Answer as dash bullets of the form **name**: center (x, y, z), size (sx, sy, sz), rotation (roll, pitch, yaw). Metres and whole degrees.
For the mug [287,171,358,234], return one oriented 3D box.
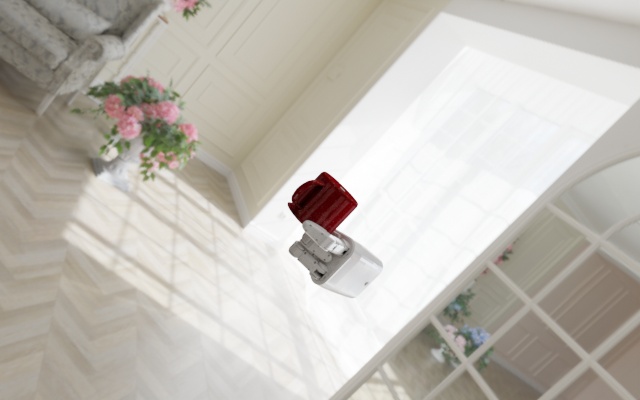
- **mug**: center (-0.001, 0.002, 0.766), size (0.117, 0.081, 0.093), rotation (35, 12, -47)
